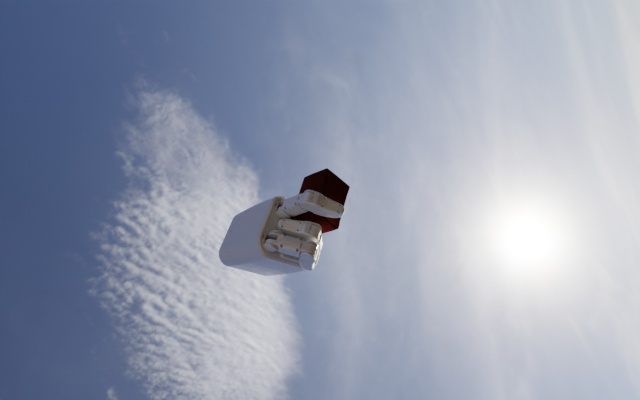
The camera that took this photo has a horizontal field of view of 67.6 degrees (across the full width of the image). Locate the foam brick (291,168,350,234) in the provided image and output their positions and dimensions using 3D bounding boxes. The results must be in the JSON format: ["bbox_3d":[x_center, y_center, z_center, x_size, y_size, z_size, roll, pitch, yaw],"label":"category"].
[{"bbox_3d":[0.000,0.002,0.697,0.051,0.078,0.053,-19,-48,43],"label":"foam brick"}]
